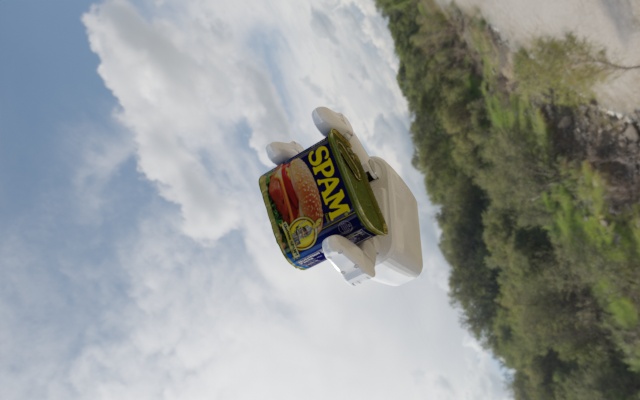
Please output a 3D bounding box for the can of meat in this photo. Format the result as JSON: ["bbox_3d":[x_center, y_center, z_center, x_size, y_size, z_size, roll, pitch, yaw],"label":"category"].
[{"bbox_3d":[0.000,0.002,0.427,0.084,0.102,0.057,-29,-27,18],"label":"can of meat"}]
